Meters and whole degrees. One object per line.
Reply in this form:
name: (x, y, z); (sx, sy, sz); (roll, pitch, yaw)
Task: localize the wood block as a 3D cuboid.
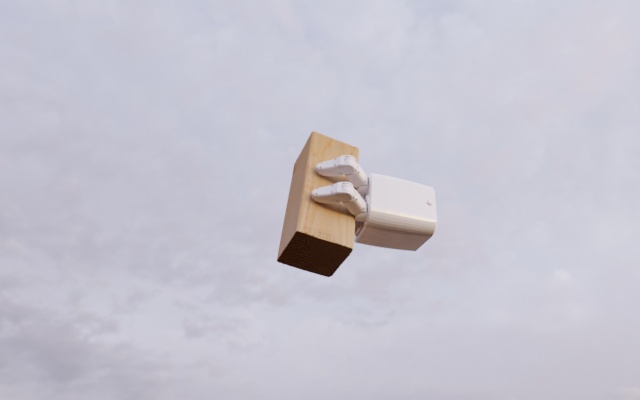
wood block: (0.000, 0.003, 0.754); (0.090, 0.206, 0.091); (19, -42, -13)
